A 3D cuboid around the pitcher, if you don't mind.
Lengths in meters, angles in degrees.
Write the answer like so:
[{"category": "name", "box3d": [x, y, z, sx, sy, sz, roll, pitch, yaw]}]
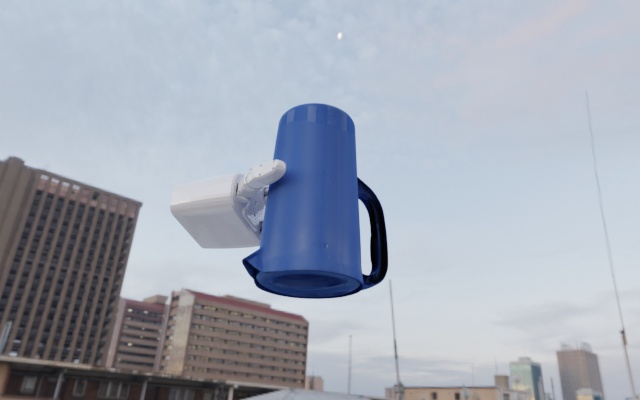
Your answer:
[{"category": "pitcher", "box3d": [0.000, 0.002, 0.625, 0.145, 0.242, 0.149, -8, -27, 23]}]
